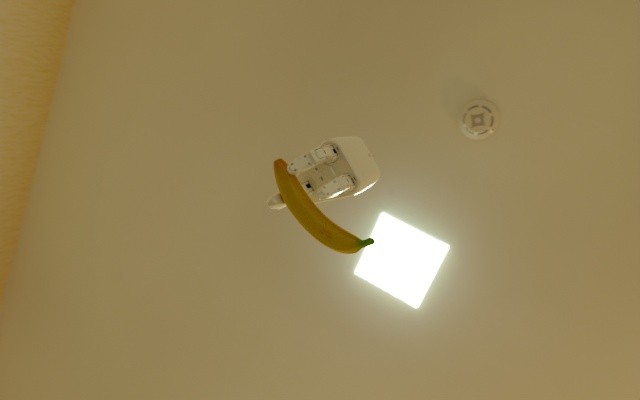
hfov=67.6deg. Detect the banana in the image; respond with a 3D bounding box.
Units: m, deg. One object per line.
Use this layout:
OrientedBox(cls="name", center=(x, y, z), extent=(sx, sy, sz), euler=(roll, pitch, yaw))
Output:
OrientedBox(cls="banana", center=(-0.006, 0.019, 0.711), extent=(0.197, 0.070, 0.037), euler=(40, 30, 17))
